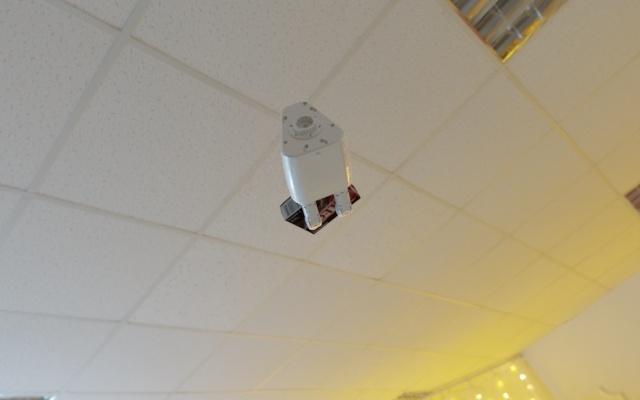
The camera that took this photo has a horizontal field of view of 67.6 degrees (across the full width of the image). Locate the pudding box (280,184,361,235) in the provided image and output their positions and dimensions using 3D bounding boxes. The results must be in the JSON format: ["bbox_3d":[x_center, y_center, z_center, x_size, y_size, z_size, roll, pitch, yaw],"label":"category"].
[{"bbox_3d":[0.000,0.003,0.815,0.113,0.039,0.090,-37,-36,17],"label":"pudding box"}]
